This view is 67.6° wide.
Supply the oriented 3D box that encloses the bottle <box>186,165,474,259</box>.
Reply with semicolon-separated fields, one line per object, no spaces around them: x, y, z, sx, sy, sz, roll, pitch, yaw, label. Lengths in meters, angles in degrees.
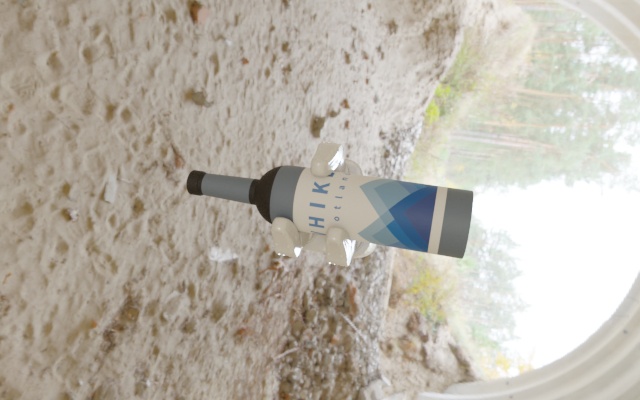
0.000;0.002;0.492;0.295;0.069;0.069;9;2;14;bottle
